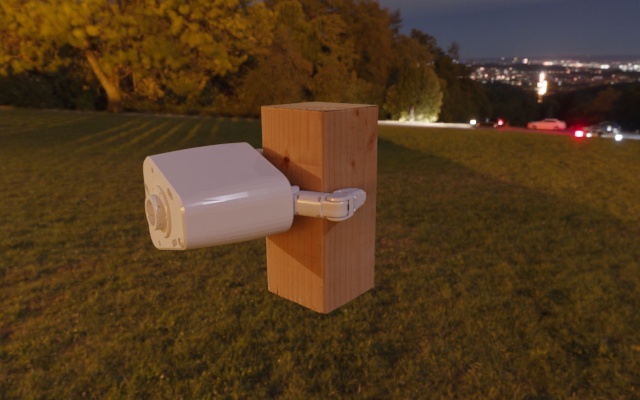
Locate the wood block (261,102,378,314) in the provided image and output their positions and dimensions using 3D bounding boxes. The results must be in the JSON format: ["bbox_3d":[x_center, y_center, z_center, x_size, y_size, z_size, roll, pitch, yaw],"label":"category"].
[{"bbox_3d":[0.000,0.002,0.518,0.091,0.206,0.090,13,20,40],"label":"wood block"}]
